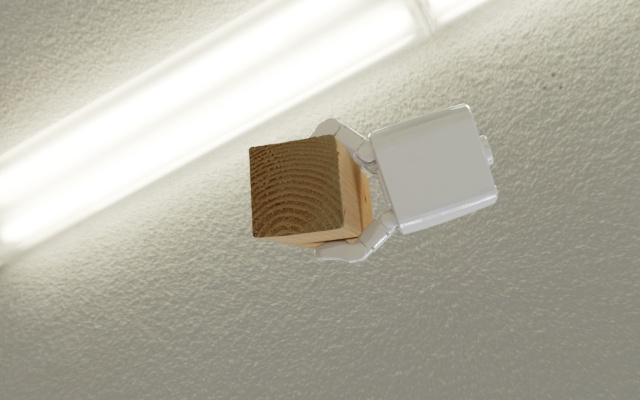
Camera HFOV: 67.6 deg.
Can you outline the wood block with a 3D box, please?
[{"bbox_3d":[0.001,0.002,0.540,0.090,0.091,0.206,-7,-10,13],"label":"wood block"}]
